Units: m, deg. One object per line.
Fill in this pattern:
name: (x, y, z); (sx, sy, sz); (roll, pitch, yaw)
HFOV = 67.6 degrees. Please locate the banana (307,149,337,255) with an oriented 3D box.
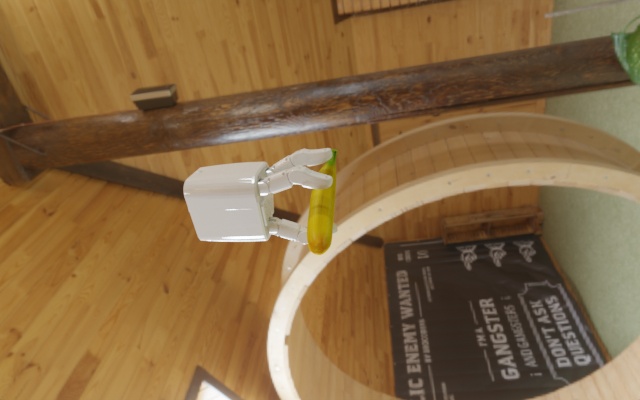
banana: (0.001, 0.013, 0.675); (0.037, 0.197, 0.070); (2, -45, 4)
